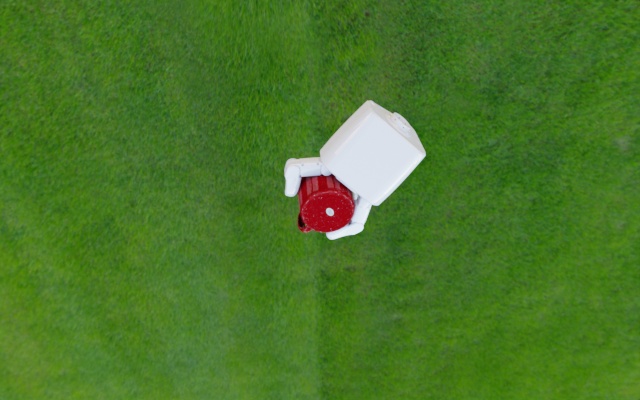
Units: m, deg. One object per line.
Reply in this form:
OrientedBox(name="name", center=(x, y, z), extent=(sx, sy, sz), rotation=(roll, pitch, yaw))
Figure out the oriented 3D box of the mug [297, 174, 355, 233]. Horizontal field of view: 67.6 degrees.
OrientedBox(name="mug", center=(-0.001, 0.003, 0.735), extent=(0.093, 0.117, 0.081), rotation=(29, 28, -25))
